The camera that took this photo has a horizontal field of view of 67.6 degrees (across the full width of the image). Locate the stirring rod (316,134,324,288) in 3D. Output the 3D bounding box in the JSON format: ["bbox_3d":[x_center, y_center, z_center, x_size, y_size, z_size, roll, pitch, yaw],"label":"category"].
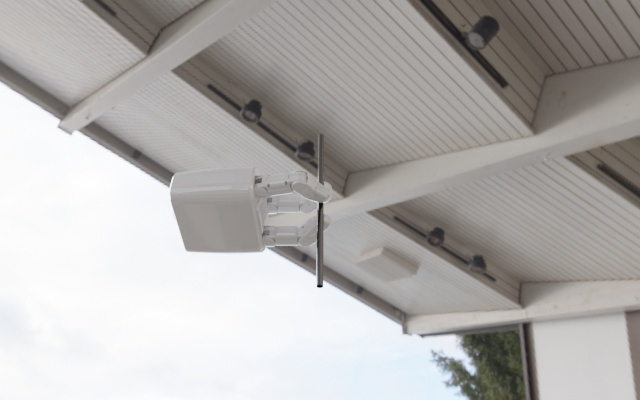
[{"bbox_3d":[0.000,0.002,0.611,0.011,0.239,0.011,0,-38,0],"label":"stirring rod"}]
